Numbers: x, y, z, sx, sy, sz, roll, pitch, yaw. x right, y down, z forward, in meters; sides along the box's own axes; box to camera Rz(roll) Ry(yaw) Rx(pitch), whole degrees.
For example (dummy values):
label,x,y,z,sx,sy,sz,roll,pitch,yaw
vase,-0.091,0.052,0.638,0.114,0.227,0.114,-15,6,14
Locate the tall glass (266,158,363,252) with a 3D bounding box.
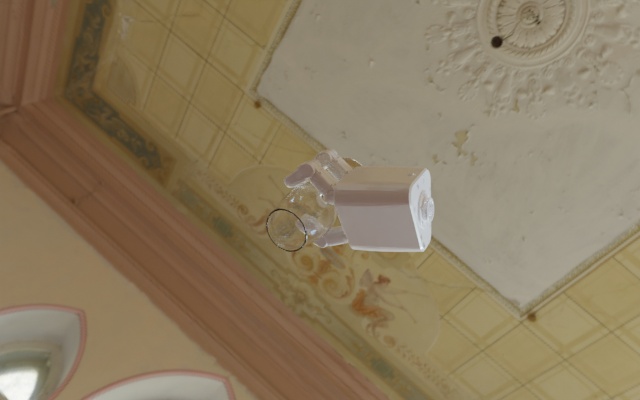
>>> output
label,x,y,z,sx,sy,sz,roll,pitch,yaw
tall glass,0.000,0.002,0.700,0.079,0.079,0.201,0,22,30
